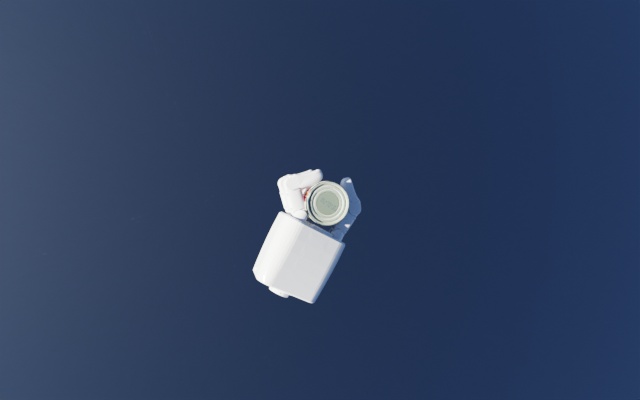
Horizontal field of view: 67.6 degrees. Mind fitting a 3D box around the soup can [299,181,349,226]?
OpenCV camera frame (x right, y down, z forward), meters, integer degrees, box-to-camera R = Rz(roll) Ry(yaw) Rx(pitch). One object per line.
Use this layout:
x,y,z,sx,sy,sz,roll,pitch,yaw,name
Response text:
0.001,0.002,0.751,0.068,0.068,0.102,0,2,-12,soup can
